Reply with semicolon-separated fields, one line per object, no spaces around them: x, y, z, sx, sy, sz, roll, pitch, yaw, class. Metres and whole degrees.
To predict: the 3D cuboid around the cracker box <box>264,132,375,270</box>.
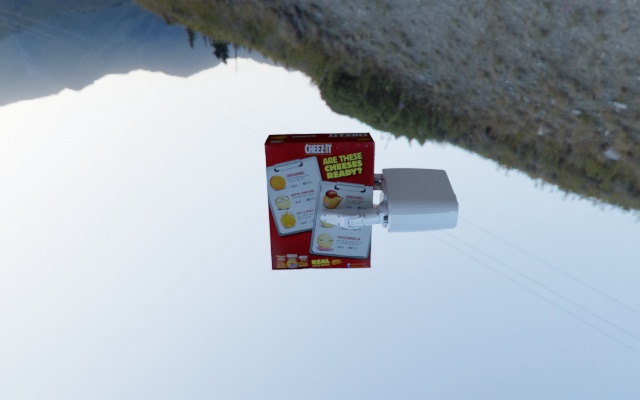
0.000;0.003;0.759;0.164;0.214;0.072;-1;22;-1;cracker box
